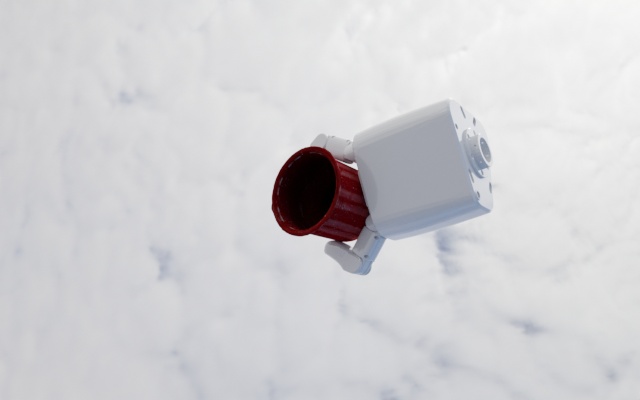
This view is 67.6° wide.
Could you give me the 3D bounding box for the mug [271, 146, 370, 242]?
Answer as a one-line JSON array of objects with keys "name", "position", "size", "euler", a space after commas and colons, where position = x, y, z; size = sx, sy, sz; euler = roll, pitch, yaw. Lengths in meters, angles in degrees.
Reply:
[{"name": "mug", "position": [-0.001, 0.002, 0.514], "size": [0.117, 0.093, 0.081], "euler": [-18, -24, 37]}]
